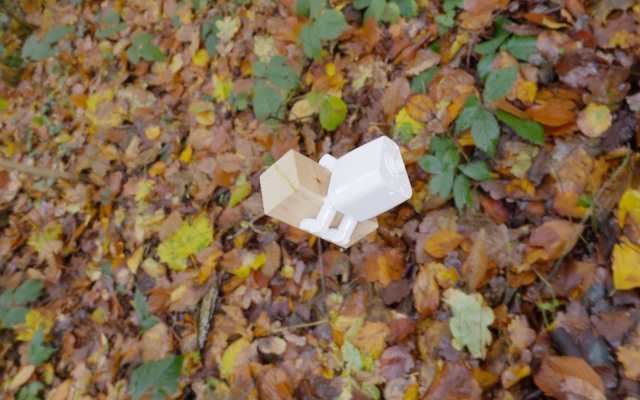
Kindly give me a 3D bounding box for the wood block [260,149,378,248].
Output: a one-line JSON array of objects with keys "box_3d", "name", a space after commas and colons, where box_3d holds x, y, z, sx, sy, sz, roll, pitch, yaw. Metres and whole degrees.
[{"box_3d": [0.000, 0.002, 0.875, 0.090, 0.090, 0.206, -37, -44, 28], "name": "wood block"}]
